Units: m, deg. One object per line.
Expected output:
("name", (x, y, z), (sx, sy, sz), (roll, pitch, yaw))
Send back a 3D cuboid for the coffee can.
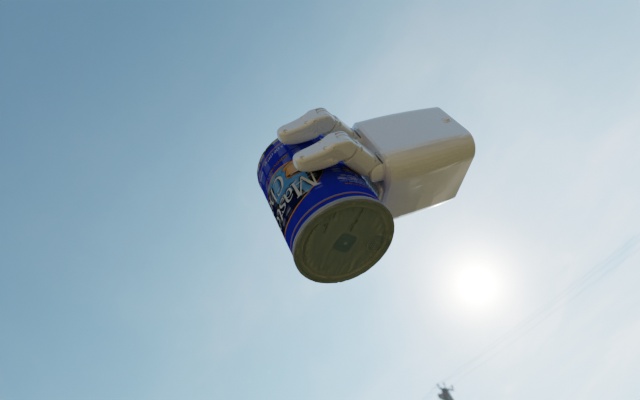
("coffee can", (0.000, 0.002, 0.500), (0.103, 0.103, 0.140), (0, 35, -25))
